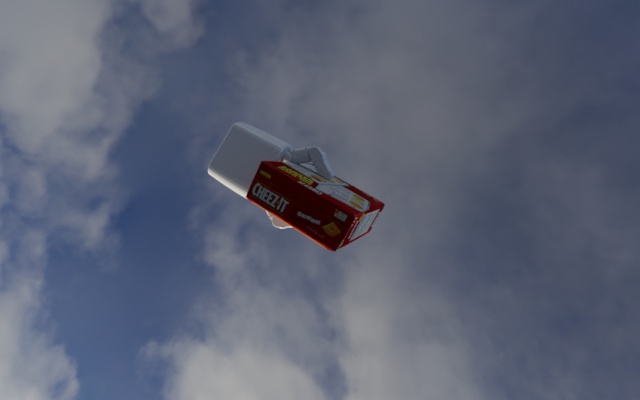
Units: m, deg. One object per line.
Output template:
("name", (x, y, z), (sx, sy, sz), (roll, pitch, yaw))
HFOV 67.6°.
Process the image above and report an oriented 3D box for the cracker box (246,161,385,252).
("cracker box", (0.000, 0.002, 0.782), (0.164, 0.072, 0.213), (30, 13, 15))
